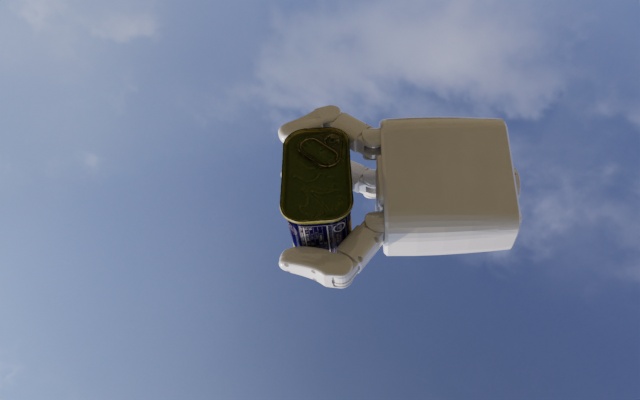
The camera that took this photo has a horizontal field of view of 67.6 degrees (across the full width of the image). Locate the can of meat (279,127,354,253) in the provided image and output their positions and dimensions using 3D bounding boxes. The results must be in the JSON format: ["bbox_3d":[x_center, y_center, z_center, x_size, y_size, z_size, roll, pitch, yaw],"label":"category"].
[{"bbox_3d":[0.000,0.002,0.418,0.057,0.102,0.084,-4,-39,3],"label":"can of meat"}]
